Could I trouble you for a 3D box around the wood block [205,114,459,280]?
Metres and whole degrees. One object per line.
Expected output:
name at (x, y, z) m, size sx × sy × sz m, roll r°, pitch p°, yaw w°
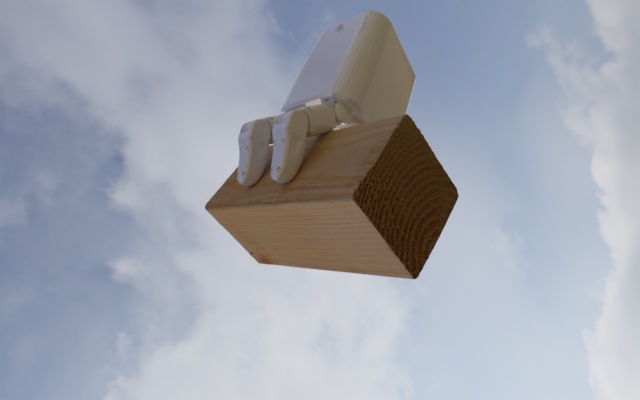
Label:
wood block at (0.000, 0.001, 0.425) m, size 0.206 × 0.090 × 0.091 m, roll -4°, pitch -46°, yaw 50°
